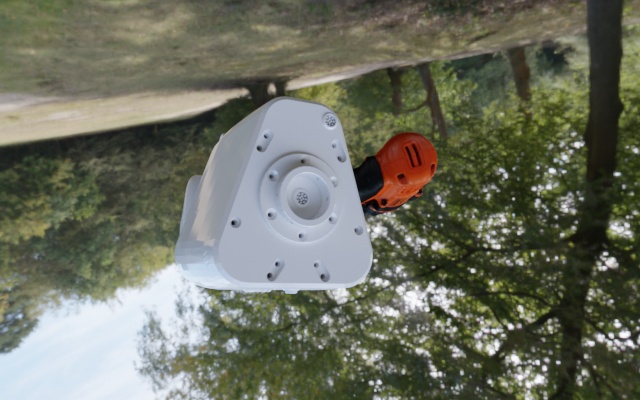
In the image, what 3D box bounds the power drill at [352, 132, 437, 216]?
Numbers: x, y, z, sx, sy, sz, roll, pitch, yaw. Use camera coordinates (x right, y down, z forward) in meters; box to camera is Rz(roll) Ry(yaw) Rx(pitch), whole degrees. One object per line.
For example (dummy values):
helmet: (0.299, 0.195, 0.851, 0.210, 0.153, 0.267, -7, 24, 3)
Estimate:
power drill: (0.000, 0.002, 0.447, 0.187, 0.057, 0.184, -18, -11, -9)
